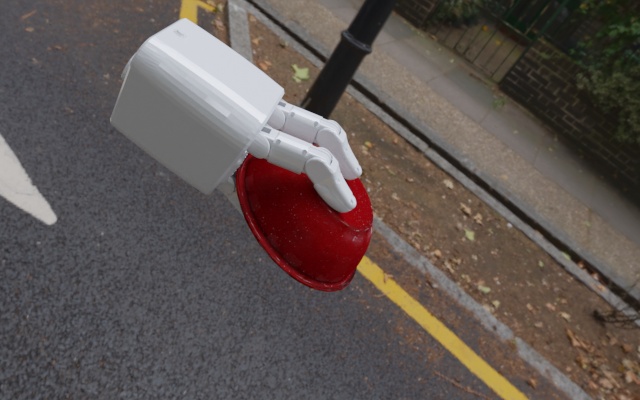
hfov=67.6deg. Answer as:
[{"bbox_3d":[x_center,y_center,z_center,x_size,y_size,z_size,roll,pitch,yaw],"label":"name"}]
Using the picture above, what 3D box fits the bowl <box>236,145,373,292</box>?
[{"bbox_3d":[0.001,0.002,0.453,0.055,0.162,0.162,-35,-19,29],"label":"bowl"}]
